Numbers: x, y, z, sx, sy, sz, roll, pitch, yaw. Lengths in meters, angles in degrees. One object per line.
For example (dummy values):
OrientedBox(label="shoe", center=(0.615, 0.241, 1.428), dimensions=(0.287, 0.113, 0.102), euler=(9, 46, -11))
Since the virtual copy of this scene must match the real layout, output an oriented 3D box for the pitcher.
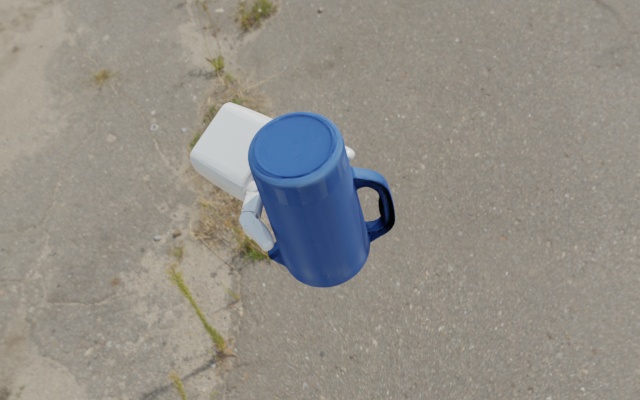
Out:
OrientedBox(label="pitcher", center=(0.000, 0.002, 0.614), dimensions=(0.145, 0.149, 0.243), euler=(28, -24, 25))
